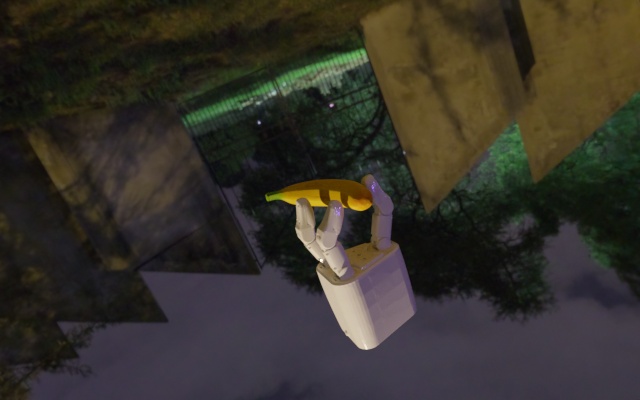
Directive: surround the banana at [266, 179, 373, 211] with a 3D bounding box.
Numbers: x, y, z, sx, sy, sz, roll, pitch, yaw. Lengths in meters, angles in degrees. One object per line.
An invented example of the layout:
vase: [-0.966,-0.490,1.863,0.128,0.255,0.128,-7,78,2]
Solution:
banana: [0.010,-0.005,0.656,0.198,0.037,0.069,0,23,47]
